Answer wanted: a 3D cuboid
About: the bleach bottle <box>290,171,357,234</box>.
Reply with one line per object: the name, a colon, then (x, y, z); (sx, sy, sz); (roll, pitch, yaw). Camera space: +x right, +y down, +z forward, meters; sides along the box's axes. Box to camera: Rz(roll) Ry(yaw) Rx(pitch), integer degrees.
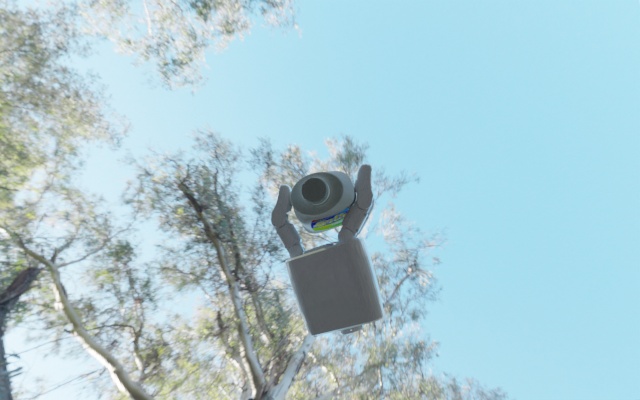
bleach bottle: (0.000, 0.002, 0.654); (0.102, 0.068, 0.251); (-18, -7, 5)
